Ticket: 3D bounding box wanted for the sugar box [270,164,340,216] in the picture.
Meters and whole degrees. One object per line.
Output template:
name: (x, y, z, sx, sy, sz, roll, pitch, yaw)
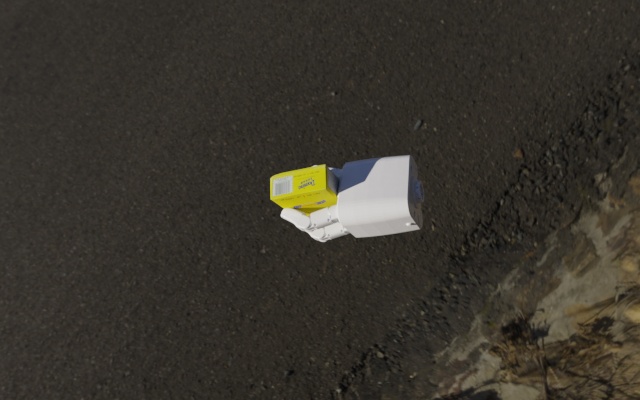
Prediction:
sugar box: (0.000, 0.003, 0.769, 0.093, 0.048, 0.176, -10, -25, 21)
